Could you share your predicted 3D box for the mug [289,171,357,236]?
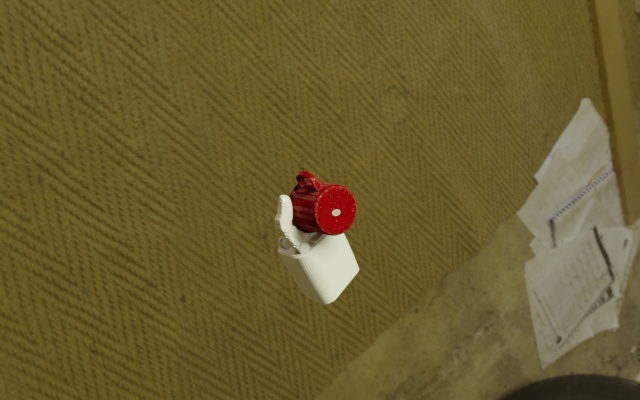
[{"bbox_3d":[0.000,0.001,0.771,0.093,0.117,0.081,-36,22,-23],"label":"mug"}]
